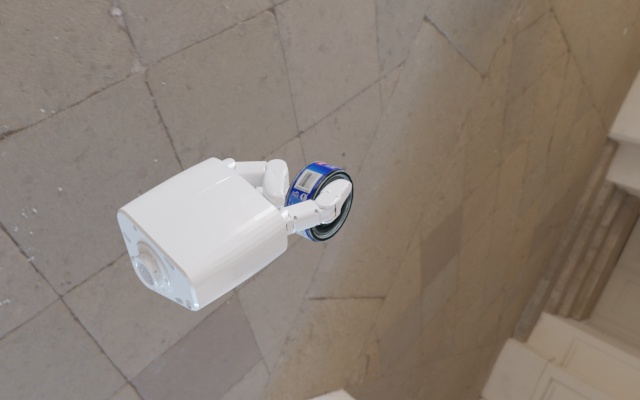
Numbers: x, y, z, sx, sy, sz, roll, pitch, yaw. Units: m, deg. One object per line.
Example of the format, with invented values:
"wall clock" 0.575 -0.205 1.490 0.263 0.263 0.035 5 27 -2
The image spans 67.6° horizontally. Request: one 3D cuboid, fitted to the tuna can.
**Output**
"tuna can" 0.001 0.002 0.526 0.033 0.086 0.086 22 12 32
